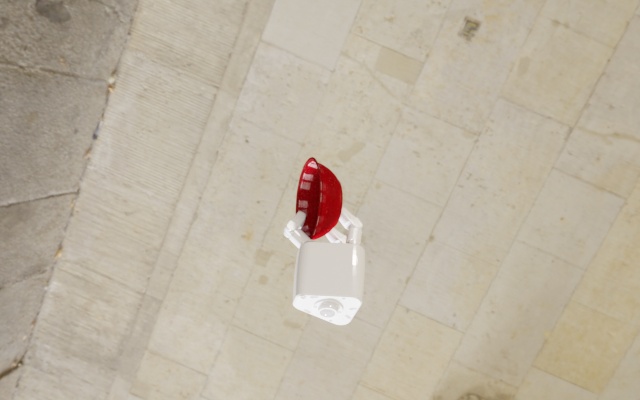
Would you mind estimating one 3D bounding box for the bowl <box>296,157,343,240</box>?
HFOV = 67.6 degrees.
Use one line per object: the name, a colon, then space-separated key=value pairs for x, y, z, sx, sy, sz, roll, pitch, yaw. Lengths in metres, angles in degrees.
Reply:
bowl: x=0.000 y=0.002 z=0.886 sx=0.055 sy=0.162 sz=0.162 roll=4 pitch=-1 yaw=-18
